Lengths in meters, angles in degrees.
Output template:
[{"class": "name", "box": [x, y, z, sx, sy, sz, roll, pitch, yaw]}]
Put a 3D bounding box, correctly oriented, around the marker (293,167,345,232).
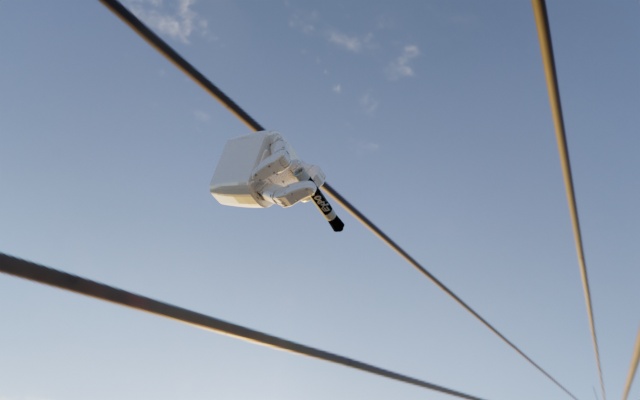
[{"class": "marker", "box": [0.000, 0.002, 0.676, 0.020, 0.020, 0.121, 0, -43, 42]}]
